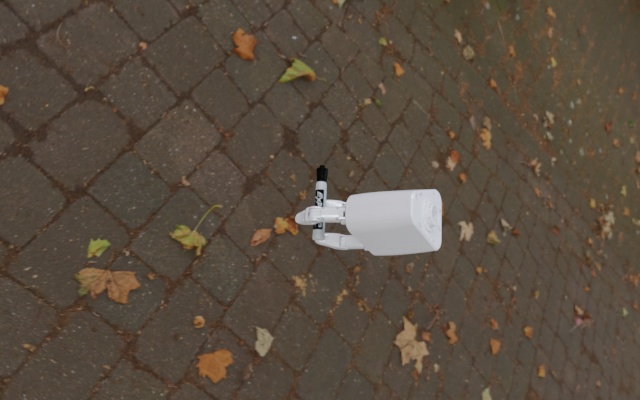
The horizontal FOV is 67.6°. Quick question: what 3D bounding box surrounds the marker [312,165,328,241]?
[{"bbox_3d":[0.000,0.002,0.755,0.020,0.121,0.020,3,-14,1],"label":"marker"}]
